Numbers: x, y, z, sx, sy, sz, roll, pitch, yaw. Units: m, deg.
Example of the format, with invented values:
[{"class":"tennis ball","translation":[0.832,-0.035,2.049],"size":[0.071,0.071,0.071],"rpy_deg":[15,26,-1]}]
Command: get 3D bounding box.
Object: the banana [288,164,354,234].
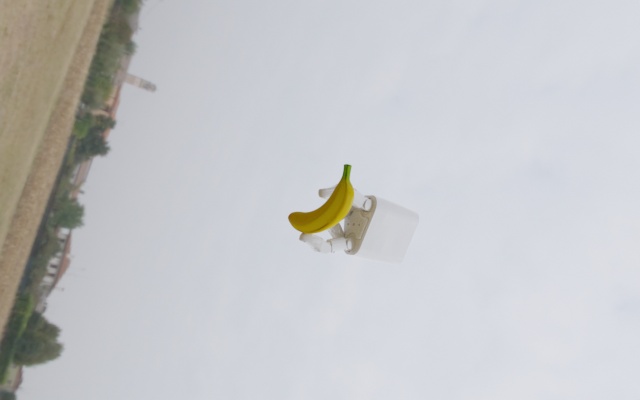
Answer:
[{"class":"banana","translation":[0.002,0.017,0.771],"size":[0.037,0.069,0.198],"rpy_deg":[17,-33,-27]}]
